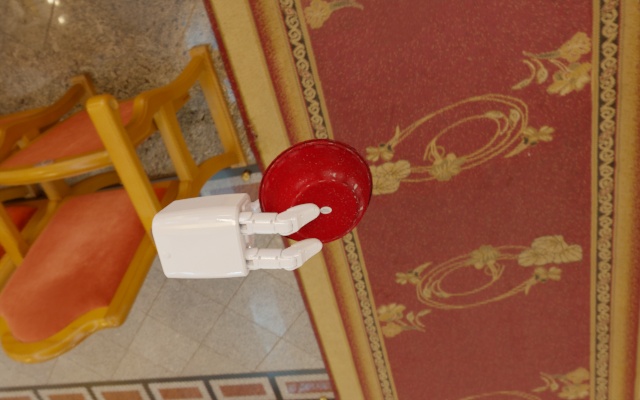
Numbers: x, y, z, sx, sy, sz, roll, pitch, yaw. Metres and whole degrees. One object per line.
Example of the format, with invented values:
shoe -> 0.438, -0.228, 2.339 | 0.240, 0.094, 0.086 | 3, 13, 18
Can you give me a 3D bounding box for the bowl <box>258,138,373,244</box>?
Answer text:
bowl -> 0.001, 0.002, 0.638 | 0.162, 0.162, 0.055 | 0, 29, -14
